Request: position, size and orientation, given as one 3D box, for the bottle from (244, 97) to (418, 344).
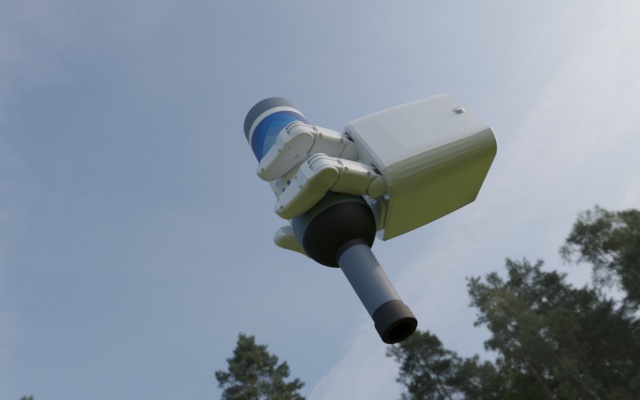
[{"bbox_3d":[0.000,0.001,0.425,0.069,0.069,0.295,0,36,-27],"label":"bottle"}]
